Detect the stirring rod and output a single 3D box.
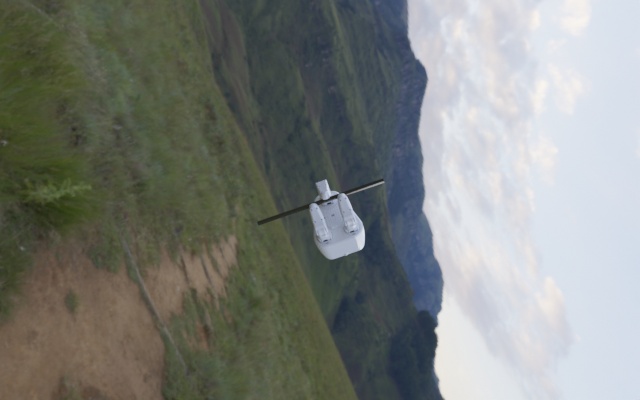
[{"bbox_3d":[0.000,0.003,0.864,0.239,0.011,0.011,-19,-1,1],"label":"stirring rod"}]
